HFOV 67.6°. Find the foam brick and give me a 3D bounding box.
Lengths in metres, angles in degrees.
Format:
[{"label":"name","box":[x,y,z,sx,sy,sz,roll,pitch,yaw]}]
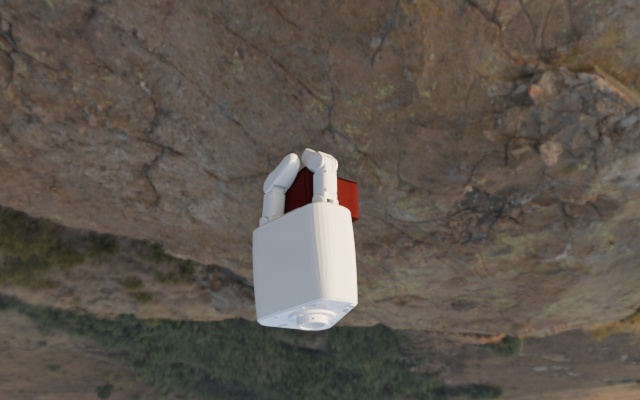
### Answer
[{"label":"foam brick","box":[0.000,0.002,0.572,0.078,0.051,0.053,15,-33,-31]}]
